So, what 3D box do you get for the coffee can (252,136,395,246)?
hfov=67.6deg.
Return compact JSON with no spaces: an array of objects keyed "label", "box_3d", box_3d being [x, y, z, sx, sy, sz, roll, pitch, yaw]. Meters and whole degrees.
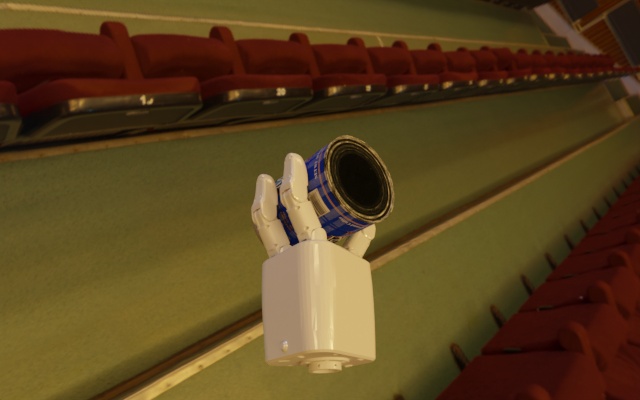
[{"label":"coffee can","box_3d":[0.000,0.002,0.558,0.103,0.102,0.140,0,-22,-43]}]
